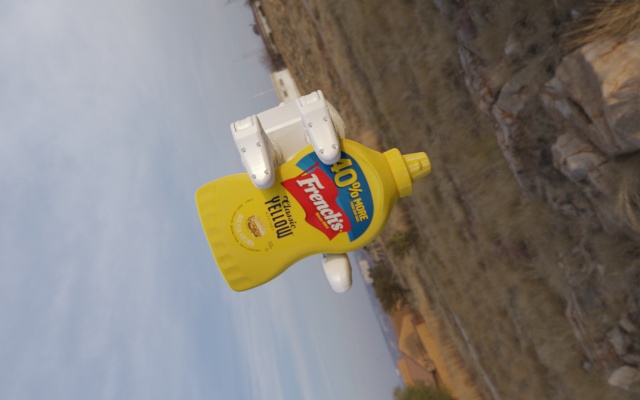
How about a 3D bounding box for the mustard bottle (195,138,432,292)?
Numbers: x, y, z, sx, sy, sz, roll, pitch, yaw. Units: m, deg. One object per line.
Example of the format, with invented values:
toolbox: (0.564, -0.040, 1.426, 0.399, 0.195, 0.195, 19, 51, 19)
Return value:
mustard bottle: (0.000, 0.001, 0.403, 0.191, 0.096, 0.058, -20, -1, 3)
